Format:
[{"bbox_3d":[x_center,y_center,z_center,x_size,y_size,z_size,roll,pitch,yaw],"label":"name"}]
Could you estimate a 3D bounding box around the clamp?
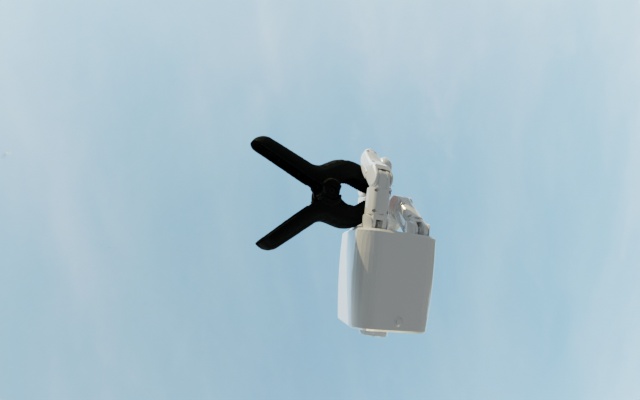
[{"bbox_3d":[0.000,0.002,0.527,0.171,0.120,0.039,10,-9,-23],"label":"clamp"}]
